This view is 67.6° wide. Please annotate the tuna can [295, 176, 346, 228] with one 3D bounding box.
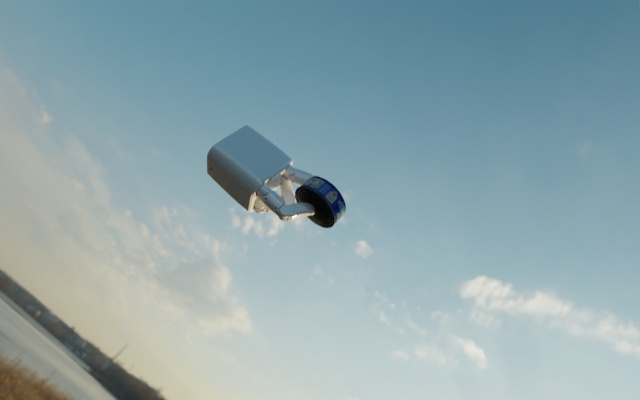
[{"bbox_3d":[0.001,0.002,0.791,0.033,0.086,0.086,-43,24,-29],"label":"tuna can"}]
